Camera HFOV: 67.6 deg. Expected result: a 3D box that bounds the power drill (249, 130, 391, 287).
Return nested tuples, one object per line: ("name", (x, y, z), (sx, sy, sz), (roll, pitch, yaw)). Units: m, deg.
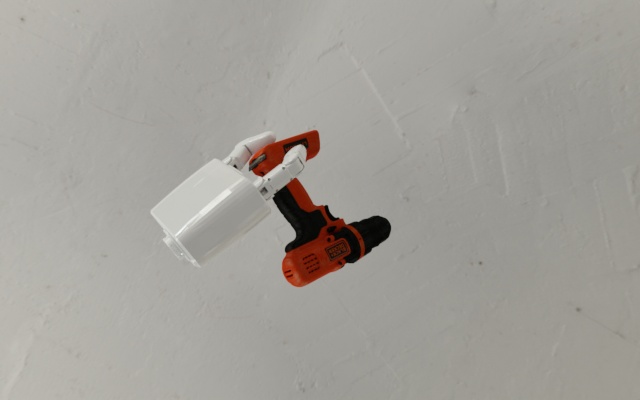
("power drill", (0.000, 0.002, 0.646), (0.184, 0.187, 0.057), (-23, -6, -38))
